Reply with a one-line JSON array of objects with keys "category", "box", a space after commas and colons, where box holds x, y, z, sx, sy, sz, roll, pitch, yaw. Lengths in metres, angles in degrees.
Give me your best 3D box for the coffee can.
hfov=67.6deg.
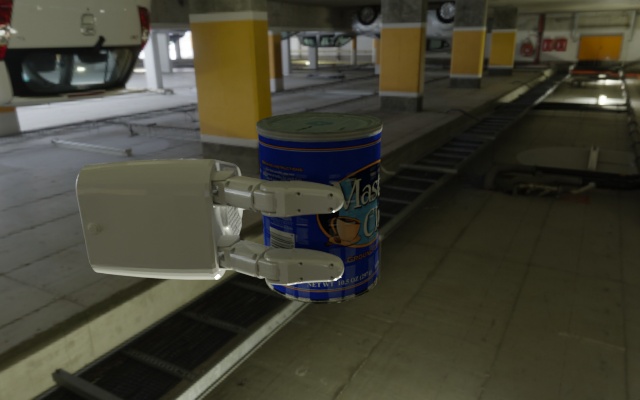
[{"category": "coffee can", "box": [0.000, 0.001, 0.411, 0.103, 0.140, 0.102, -1, 19, 0]}]
